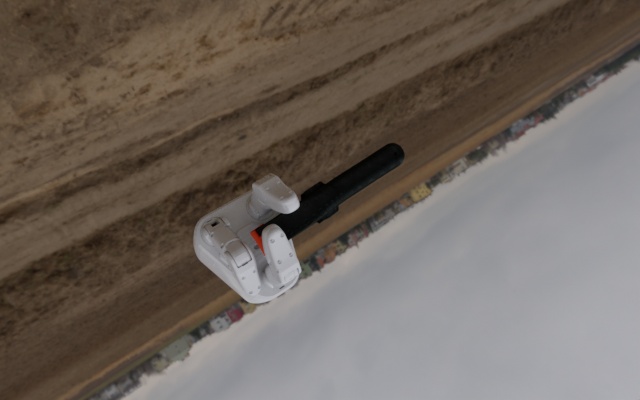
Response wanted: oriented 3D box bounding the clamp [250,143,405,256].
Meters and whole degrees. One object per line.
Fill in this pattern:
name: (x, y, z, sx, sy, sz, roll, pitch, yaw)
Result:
clamp: (0.000, 0.002, 0.497, 0.171, 0.039, 0.120, -31, -6, -21)
